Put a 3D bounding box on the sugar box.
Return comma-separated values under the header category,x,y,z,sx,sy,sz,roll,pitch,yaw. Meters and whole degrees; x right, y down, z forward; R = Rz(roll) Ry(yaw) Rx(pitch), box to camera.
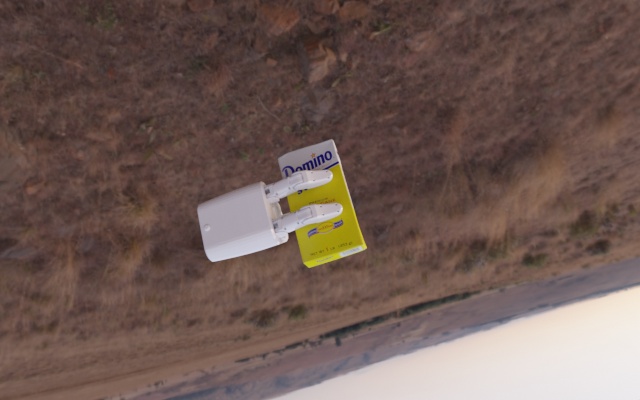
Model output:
category,x,y,z,sx,sy,sz,roll,pitch,yaw
sugar box,0.000,0.002,0.720,0.093,0.176,0.048,-18,-19,5
